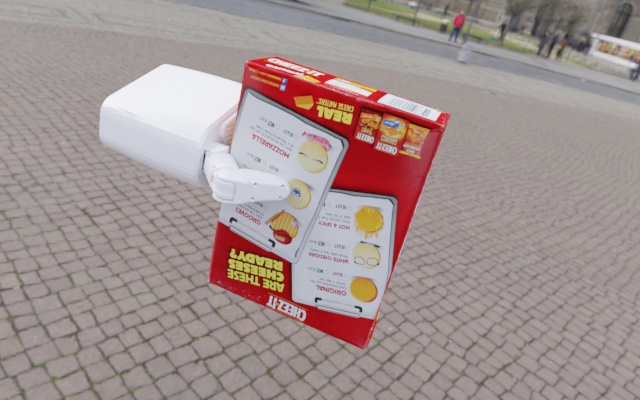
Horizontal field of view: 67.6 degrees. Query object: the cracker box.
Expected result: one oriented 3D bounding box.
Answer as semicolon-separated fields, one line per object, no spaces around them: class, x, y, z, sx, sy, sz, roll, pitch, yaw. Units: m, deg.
cracker box;0.000;0.001;0.423;0.164;0.214;0.072;21;26;13
